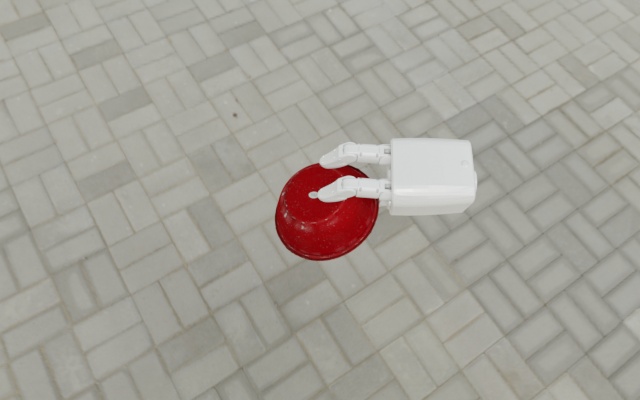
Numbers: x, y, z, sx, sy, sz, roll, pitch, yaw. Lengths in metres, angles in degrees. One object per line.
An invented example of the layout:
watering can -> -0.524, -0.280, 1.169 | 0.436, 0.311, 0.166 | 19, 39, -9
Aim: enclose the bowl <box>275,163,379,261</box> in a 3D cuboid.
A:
bowl -> -0.001, 0.002, 0.687 | 0.162, 0.162, 0.055 | 0, -27, 19
